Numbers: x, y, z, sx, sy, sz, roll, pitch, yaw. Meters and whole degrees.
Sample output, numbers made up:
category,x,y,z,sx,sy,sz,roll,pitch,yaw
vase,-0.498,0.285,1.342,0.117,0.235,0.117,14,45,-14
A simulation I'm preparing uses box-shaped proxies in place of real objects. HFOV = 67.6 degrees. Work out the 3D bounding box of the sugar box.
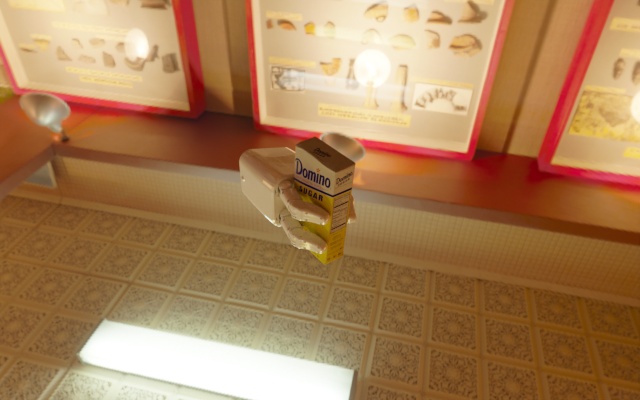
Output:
category,x,y,z,sx,sy,sz,roll,pitch,yaw
sugar box,0.000,0.003,0.724,0.048,0.176,0.093,-26,46,-31
